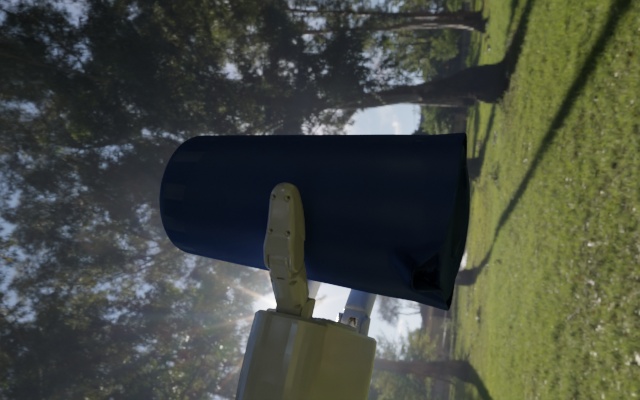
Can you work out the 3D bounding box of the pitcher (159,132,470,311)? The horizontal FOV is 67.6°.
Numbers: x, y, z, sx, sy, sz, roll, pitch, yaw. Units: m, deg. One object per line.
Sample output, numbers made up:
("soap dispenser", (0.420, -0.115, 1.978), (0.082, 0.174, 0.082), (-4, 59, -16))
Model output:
("pitcher", (0.000, 0.001, 0.405), (0.243, 0.145, 0.149), (6, -16, 19))
